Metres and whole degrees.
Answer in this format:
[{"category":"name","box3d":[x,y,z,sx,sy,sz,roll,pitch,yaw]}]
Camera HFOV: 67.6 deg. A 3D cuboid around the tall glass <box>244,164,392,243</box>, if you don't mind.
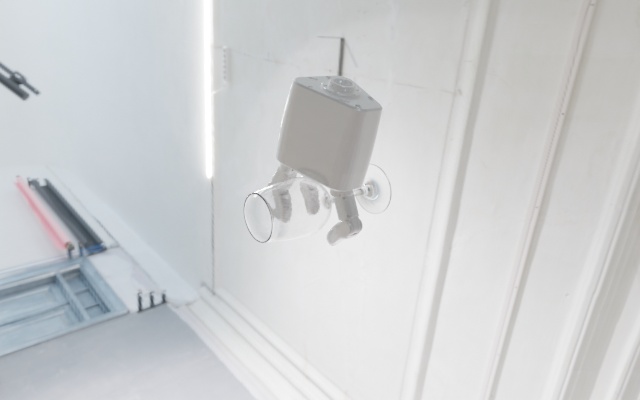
[{"category":"tall glass","box3d":[0.001,0.002,0.630,0.201,0.079,0.079,-15,9,-39]}]
